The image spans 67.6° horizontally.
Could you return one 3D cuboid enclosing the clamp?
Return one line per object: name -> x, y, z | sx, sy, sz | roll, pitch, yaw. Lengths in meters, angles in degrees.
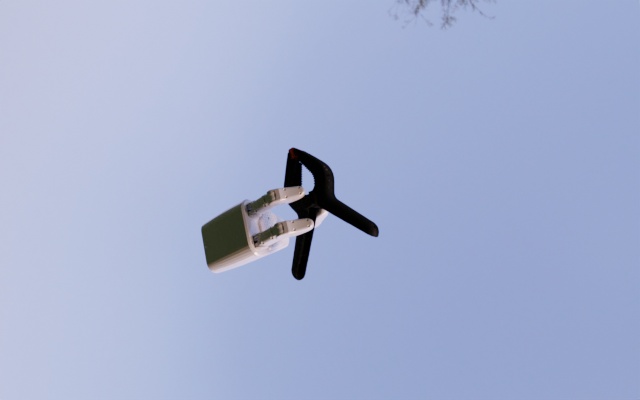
clamp -> 0.000, 0.002, 0.754 | 0.164, 0.210, 0.036 | -25, -22, 29
